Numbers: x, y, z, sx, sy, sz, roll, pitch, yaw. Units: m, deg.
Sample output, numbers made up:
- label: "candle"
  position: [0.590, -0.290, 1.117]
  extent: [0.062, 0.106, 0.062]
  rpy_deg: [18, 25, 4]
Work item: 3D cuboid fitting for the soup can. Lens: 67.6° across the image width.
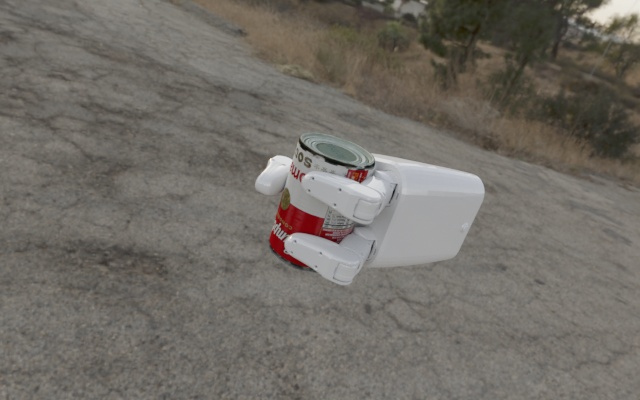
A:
- label: "soup can"
  position: [0.000, 0.001, 0.410]
  extent: [0.068, 0.102, 0.068]
  rpy_deg: [15, 23, -7]
